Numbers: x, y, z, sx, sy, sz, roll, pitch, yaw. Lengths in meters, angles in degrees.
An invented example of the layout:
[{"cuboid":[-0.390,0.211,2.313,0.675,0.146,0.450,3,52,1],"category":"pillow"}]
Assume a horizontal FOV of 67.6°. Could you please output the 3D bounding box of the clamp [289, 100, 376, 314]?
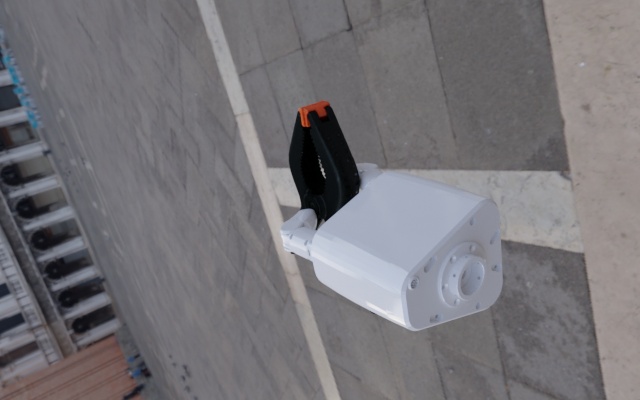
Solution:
[{"cuboid":[-0.001,0.001,0.497,0.036,0.210,0.164,-25,26,-30],"category":"clamp"}]
